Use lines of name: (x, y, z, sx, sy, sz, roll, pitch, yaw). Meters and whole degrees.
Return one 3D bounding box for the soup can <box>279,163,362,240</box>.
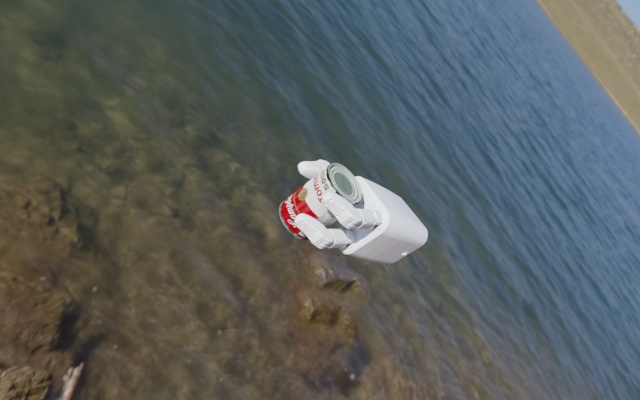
soup can: (0.000, 0.002, 0.671, 0.102, 0.068, 0.068, -37, -22, 32)
